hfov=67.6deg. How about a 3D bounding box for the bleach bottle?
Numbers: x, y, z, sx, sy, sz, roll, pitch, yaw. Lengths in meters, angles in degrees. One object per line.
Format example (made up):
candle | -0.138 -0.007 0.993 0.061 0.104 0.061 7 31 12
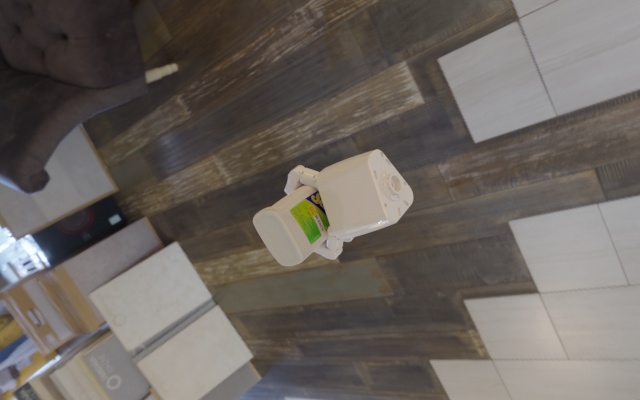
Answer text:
bleach bottle | 0.000 0.003 0.807 0.068 0.102 0.250 -19 16 42
